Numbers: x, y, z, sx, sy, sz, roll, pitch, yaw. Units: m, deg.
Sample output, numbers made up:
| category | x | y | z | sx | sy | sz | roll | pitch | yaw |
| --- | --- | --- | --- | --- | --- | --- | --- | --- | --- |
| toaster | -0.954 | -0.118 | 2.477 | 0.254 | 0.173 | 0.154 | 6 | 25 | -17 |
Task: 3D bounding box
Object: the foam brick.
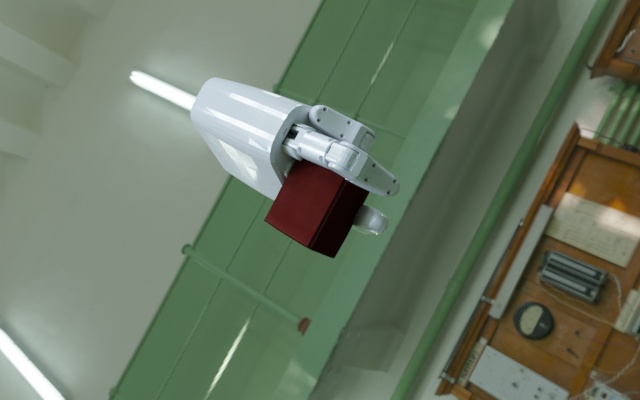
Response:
| category | x | y | z | sx | sy | sz | roll | pitch | yaw |
| --- | --- | --- | --- | --- | --- | --- | --- | --- | --- |
| foam brick | 0.000 | 0.002 | 0.404 | 0.051 | 0.078 | 0.053 | 26 | -5 | 28 |
